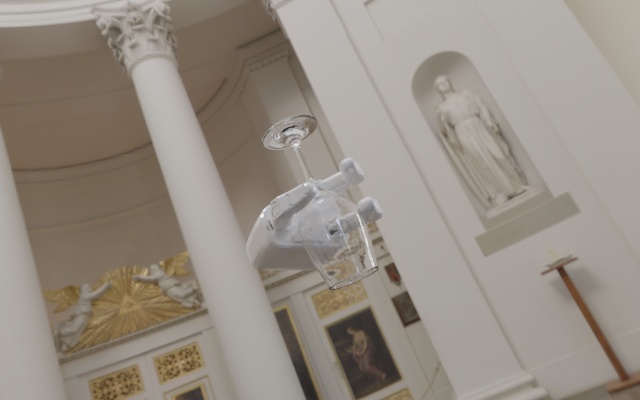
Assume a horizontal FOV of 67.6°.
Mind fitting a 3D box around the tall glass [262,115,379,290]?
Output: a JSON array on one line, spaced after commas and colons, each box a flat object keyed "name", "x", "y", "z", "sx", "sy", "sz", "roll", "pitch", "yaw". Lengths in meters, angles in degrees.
[{"name": "tall glass", "x": 0.000, "y": 0.001, "z": 0.567, "sx": 0.079, "sy": 0.201, "sz": 0.079, "roll": -21, "pitch": -18, "yaw": -7}]
